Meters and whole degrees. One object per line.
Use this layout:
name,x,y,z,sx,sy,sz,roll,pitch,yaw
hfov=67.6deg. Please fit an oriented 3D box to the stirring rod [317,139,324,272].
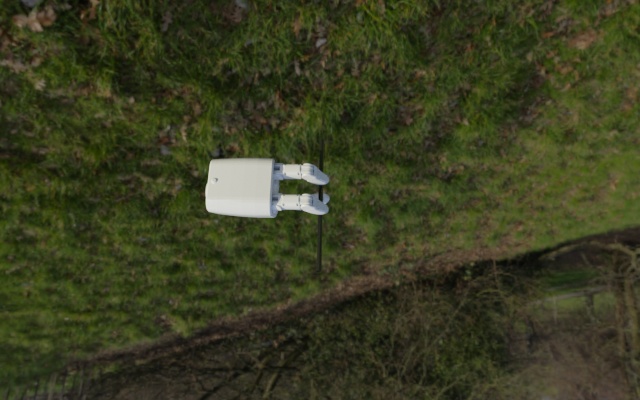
stirring rod,0.000,0.003,0.816,0.011,0.239,0.011,1,-21,0
